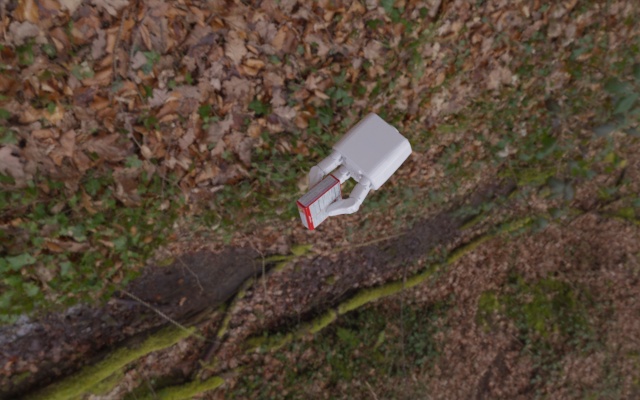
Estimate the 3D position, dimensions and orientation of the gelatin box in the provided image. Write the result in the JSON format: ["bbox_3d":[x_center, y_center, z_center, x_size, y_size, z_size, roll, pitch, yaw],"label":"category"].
[{"bbox_3d":[0.000,0.003,0.892,0.030,0.089,0.073,37,-24,30],"label":"gelatin box"}]
